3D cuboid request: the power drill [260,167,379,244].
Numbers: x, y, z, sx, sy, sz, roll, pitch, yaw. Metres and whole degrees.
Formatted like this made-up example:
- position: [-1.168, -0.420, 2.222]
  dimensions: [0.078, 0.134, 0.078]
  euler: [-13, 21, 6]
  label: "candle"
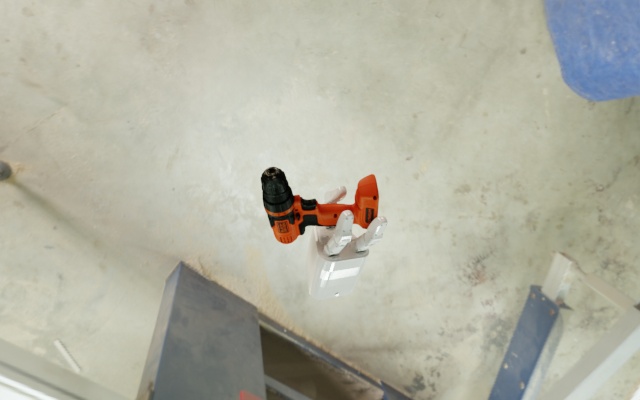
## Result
- position: [0.001, 0.003, 0.789]
  dimensions: [0.187, 0.057, 0.185]
  euler: [-5, -35, 1]
  label: "power drill"
